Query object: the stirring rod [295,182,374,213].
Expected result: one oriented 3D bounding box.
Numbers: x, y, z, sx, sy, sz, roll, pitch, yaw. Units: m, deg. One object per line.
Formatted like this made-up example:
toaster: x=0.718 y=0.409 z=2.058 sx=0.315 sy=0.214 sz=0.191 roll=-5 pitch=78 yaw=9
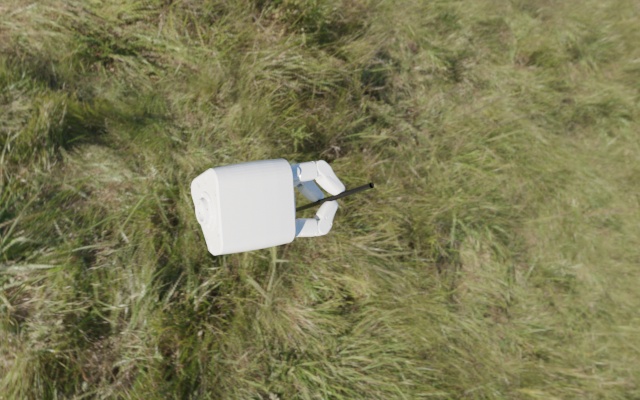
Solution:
stirring rod: x=0.000 y=0.002 z=0.709 sx=0.011 sy=0.011 sz=0.239 roll=0 pitch=-10 yaw=-34
